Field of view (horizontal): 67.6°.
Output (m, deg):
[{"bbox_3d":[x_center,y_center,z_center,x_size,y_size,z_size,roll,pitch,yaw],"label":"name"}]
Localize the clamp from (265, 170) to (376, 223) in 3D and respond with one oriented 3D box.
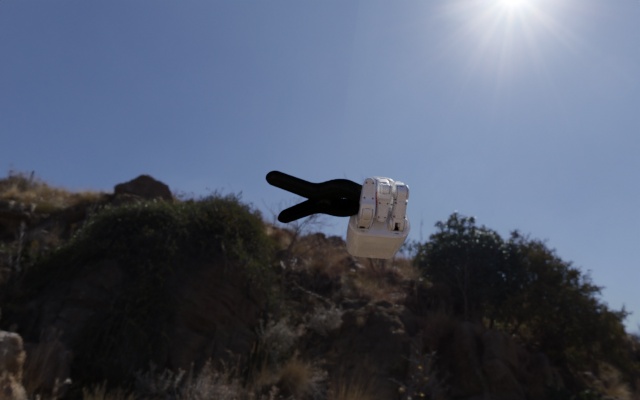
[{"bbox_3d":[0.000,0.002,0.759,0.171,0.039,0.120,7,-31,2],"label":"clamp"}]
